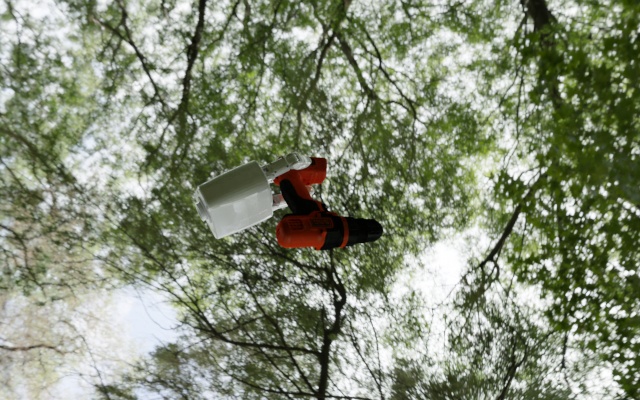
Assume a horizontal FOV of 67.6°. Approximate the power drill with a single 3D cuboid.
[{"bbox_3d":[0.000,0.002,0.819,0.184,0.057,0.187,1,43,-24],"label":"power drill"}]
